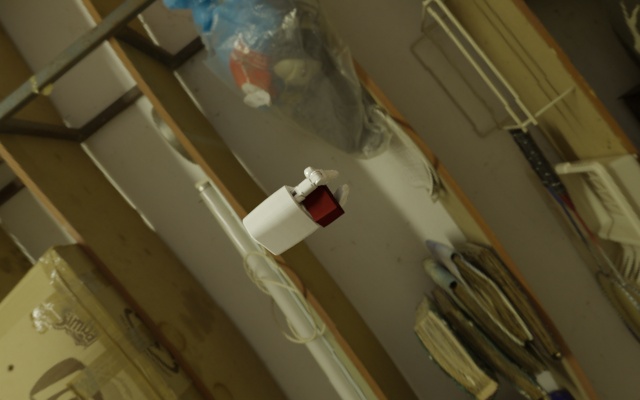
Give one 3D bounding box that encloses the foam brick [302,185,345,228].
[{"bbox_3d":[0.000,0.003,0.891,0.051,0.078,0.053,-36,-23,5],"label":"foam brick"}]
